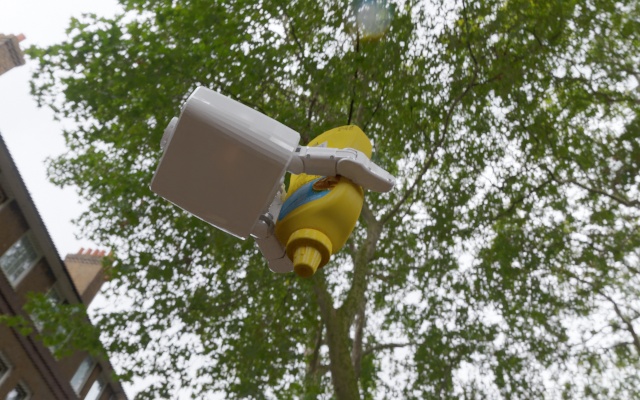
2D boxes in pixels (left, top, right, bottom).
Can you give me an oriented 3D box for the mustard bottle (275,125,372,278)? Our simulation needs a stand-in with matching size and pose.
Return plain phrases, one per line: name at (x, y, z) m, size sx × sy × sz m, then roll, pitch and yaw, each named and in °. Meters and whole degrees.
mustard bottle at (0.000, 0.002, 0.482) m, size 0.096 × 0.058 × 0.191 m, roll -28°, pitch 28°, yaw 29°
